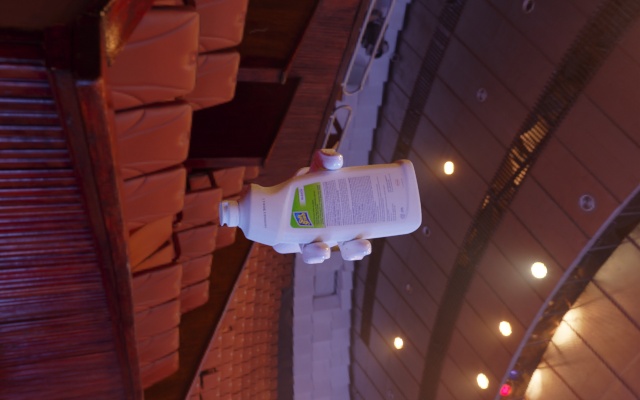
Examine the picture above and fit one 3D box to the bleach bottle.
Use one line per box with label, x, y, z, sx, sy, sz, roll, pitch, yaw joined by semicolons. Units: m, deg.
bleach bottle;0.000;0.002;0.604;0.251;0.102;0.068;-3;-14;-19
